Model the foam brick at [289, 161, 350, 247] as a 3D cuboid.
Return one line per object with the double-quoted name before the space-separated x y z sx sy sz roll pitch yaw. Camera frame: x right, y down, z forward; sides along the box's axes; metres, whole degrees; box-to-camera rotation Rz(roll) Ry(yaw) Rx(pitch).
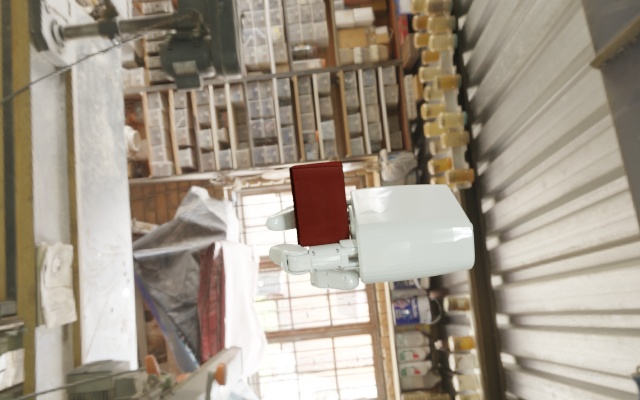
"foam brick" 0.000 0.001 0.473 0.051 0.078 0.053 -6 10 2
